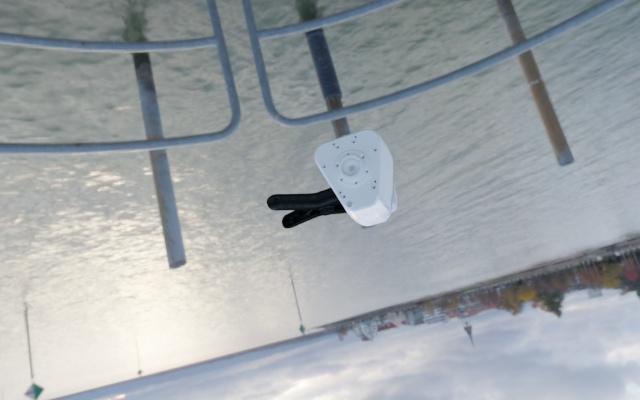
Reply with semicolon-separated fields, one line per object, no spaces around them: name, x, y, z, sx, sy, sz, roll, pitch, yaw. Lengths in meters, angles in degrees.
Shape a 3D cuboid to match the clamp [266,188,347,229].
clamp;0.000;0.003;0.756;0.171;0.039;0.120;-17;-16;11
